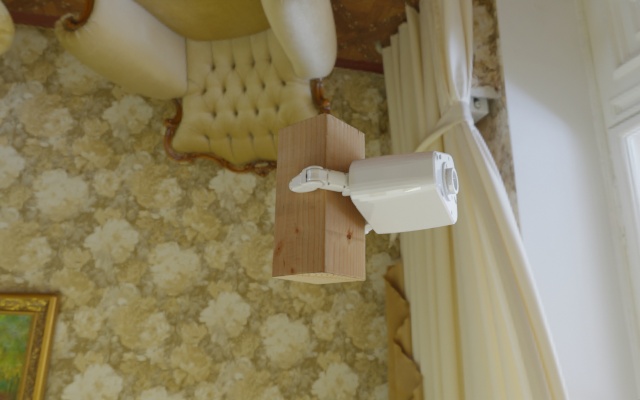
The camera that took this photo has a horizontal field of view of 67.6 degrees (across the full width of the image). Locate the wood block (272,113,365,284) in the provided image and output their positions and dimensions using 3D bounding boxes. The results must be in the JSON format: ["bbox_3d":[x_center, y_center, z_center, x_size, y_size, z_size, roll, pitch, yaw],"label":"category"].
[{"bbox_3d":[0.000,0.002,0.643,0.090,0.206,0.091,-12,-21,39],"label":"wood block"}]
